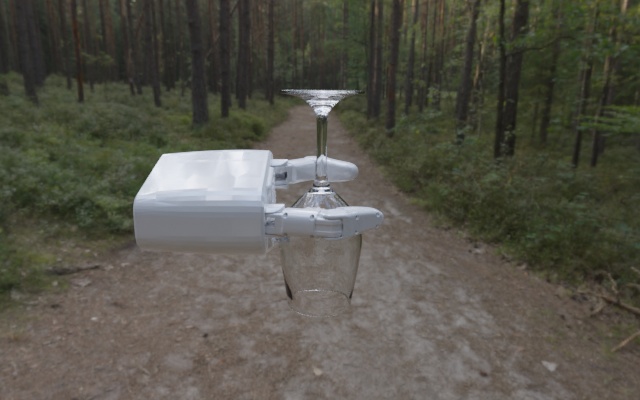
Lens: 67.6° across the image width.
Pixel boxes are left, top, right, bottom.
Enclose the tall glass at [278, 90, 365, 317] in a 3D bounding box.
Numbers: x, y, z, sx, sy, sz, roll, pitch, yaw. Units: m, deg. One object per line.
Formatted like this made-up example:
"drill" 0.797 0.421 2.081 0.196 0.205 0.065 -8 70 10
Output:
"tall glass" 0.000 0.001 0.437 0.079 0.201 0.079 0 14 0
